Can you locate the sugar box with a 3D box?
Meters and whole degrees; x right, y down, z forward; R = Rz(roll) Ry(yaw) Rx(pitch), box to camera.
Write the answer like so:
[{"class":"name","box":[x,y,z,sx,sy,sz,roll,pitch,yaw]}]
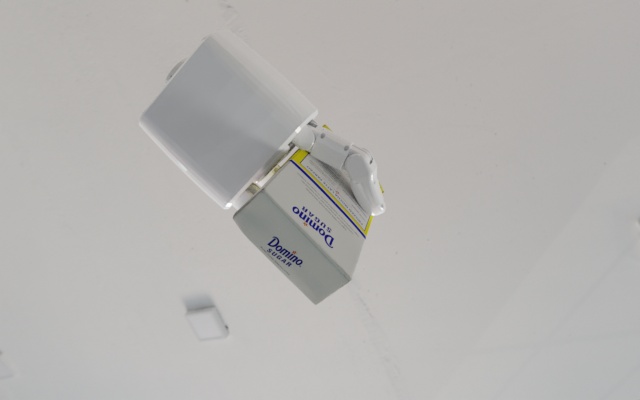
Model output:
[{"class":"sugar box","box":[0.000,0.002,0.414,0.048,0.093,0.176,-40,7,29]}]
